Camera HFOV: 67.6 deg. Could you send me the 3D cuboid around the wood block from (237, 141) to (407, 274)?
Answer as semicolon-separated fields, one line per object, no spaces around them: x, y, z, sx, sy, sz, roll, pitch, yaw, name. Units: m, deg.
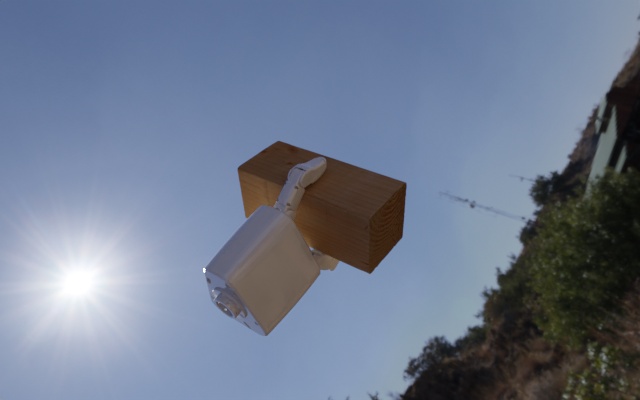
0.000;0.002;0.633;0.206;0.091;0.090;21;42;30;wood block
